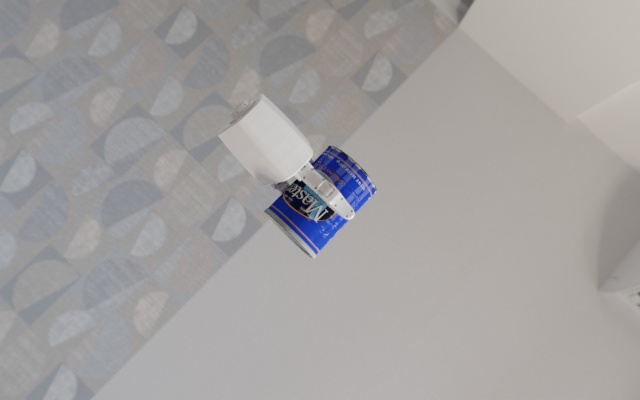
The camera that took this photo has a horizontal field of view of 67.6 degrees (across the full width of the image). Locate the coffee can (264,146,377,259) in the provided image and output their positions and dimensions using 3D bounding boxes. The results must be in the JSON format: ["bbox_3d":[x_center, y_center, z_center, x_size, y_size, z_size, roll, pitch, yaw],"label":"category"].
[{"bbox_3d":[0.000,0.003,0.720,0.103,0.140,0.103,43,-9,8],"label":"coffee can"}]
